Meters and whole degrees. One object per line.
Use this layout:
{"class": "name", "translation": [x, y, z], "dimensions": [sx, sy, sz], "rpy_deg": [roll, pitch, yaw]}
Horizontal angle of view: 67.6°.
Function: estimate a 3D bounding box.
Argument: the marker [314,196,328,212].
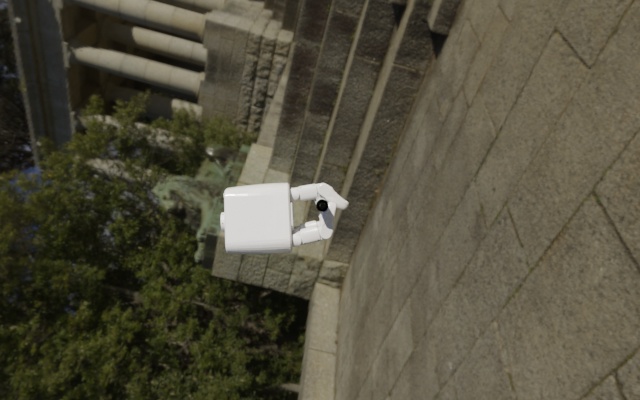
{"class": "marker", "translation": [0.000, 0.003, 0.777], "dimensions": [0.020, 0.020, 0.121], "rpy_deg": [0, 6, -3]}
